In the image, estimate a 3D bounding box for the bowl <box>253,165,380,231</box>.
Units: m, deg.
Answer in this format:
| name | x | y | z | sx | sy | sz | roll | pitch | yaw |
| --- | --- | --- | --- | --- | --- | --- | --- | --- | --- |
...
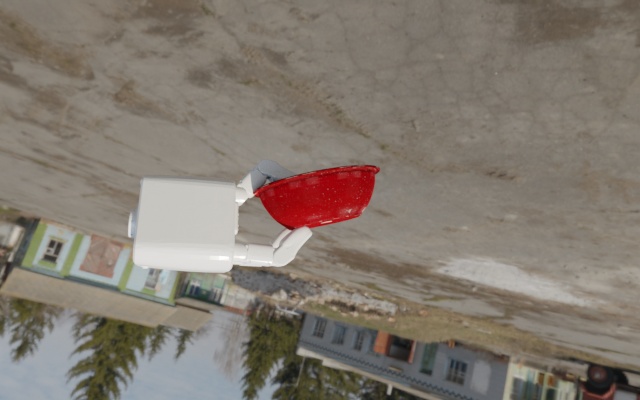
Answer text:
| name | x | y | z | sx | sy | sz | roll | pitch | yaw |
| --- | --- | --- | --- | --- | --- | --- | --- | --- | --- |
| bowl | 0.001 | 0.002 | 0.596 | 0.162 | 0.055 | 0.162 | -12 | -6 | -1 |
